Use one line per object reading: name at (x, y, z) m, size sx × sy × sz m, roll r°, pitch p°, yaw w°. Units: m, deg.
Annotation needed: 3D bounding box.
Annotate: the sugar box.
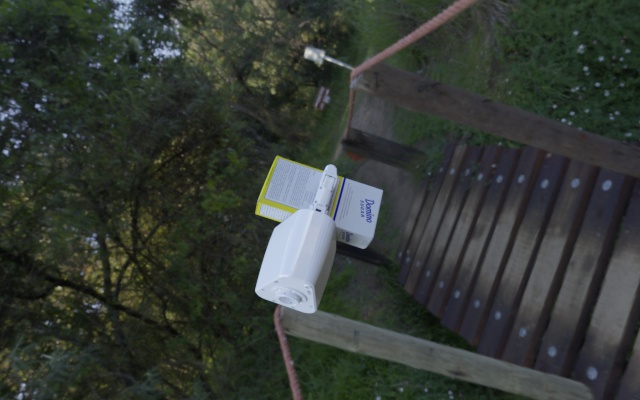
sugar box at (0.000, 0.003, 0.725) m, size 0.176 × 0.093 × 0.048 m, roll 20°, pitch -34°, yaw -4°
